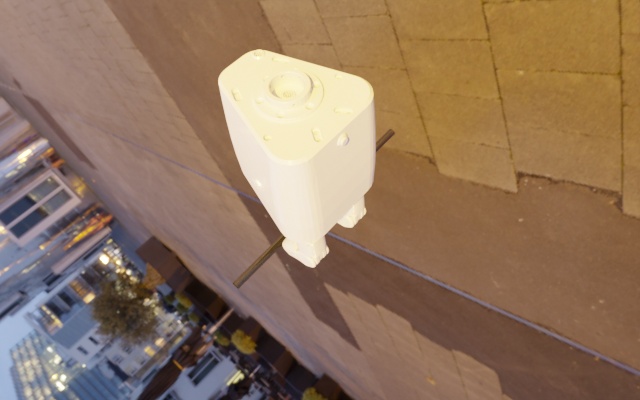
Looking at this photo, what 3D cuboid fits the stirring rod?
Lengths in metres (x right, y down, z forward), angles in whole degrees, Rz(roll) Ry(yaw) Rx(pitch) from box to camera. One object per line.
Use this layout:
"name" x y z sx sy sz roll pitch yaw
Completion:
"stirring rod" 0.000 0.001 0.492 0.239 0.011 0.011 -45 19 -21
